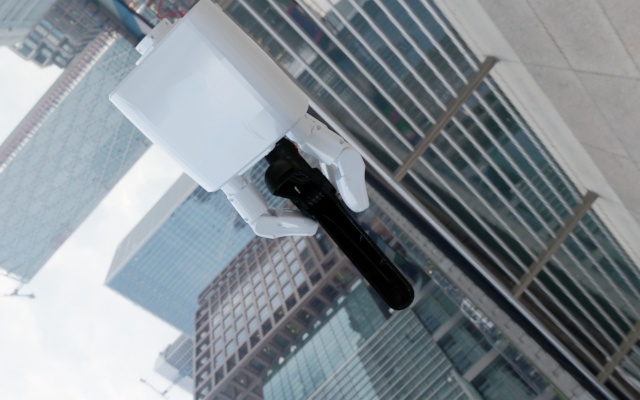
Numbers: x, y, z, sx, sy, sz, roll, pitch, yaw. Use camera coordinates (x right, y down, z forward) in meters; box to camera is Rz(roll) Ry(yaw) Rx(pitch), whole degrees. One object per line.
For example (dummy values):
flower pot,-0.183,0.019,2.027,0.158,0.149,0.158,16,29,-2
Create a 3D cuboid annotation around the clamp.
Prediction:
clamp,-0.001,0.002,0.420,0.036,0.165,0.210,-41,24,3
